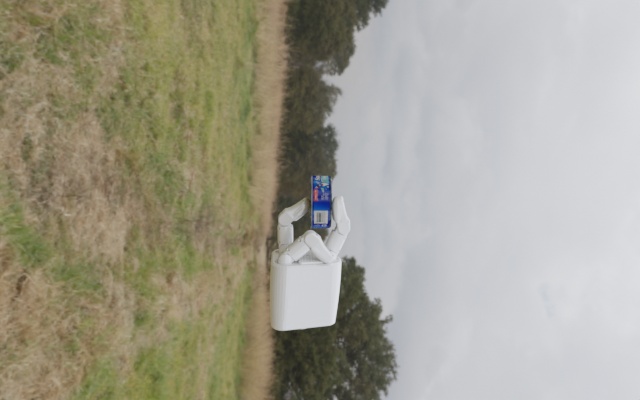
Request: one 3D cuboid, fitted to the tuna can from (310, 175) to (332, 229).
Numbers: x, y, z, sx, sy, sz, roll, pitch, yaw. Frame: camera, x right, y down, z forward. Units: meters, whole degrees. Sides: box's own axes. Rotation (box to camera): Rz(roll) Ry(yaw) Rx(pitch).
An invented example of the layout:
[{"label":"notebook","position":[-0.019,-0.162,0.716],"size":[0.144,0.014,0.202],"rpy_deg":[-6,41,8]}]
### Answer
[{"label":"tuna can","position":[0.001,0.002,0.768],"size":[0.034,0.086,0.086],"rpy_deg":[0,0,-2]}]
